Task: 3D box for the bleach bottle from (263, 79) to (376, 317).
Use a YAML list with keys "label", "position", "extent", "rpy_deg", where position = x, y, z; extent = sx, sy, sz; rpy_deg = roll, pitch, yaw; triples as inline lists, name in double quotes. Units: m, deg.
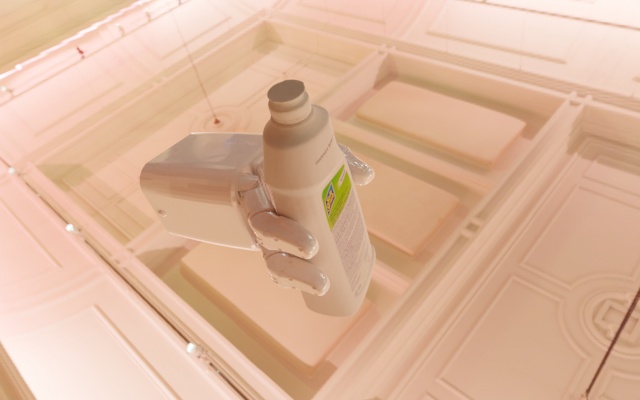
- label: "bleach bottle"
  position: [0.000, 0.002, 0.434]
  extent: [0.068, 0.102, 0.251]
  rpy_deg: [6, -42, 19]
